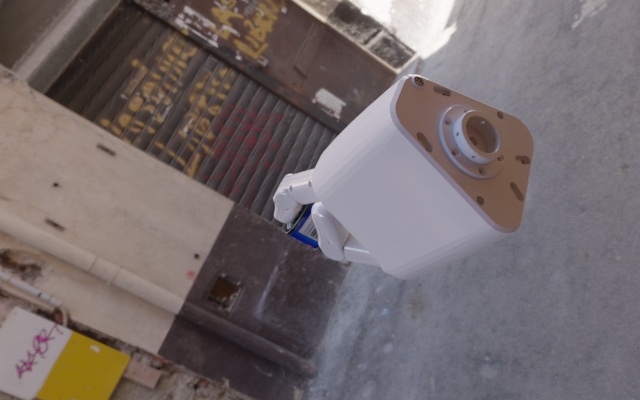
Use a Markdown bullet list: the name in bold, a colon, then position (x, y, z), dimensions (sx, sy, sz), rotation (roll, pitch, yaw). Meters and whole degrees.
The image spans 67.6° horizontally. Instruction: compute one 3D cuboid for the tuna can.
- **tuna can**: position (0.000, 0.001, 0.451), dimensions (0.034, 0.086, 0.086), rotation (28, -6, -11)
